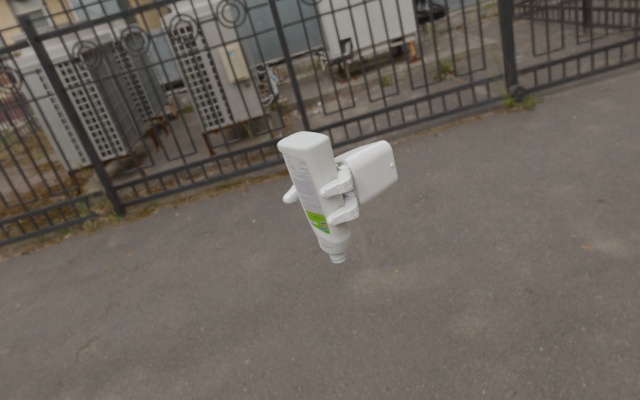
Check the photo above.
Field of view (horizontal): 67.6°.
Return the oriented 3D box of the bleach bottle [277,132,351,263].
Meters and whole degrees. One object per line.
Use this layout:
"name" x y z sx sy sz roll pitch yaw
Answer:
"bleach bottle" 0.000 0.003 0.881 0.068 0.251 0.102 -30 29 -28
